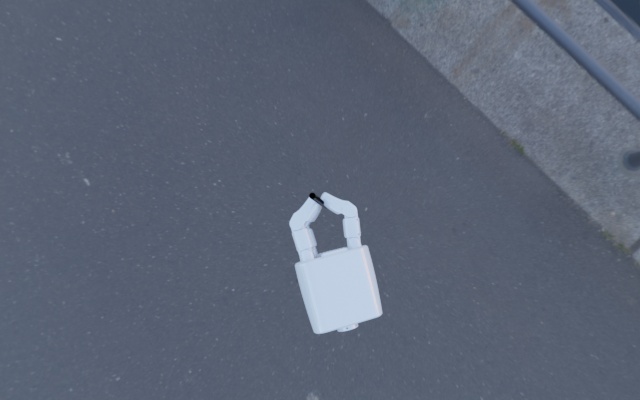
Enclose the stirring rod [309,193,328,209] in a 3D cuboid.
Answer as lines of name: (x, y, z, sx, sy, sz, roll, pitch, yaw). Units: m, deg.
stirring rod: (0.000, 0.002, 0.703, 0.011, 0.011, 0.239, 0, -4, 5)
